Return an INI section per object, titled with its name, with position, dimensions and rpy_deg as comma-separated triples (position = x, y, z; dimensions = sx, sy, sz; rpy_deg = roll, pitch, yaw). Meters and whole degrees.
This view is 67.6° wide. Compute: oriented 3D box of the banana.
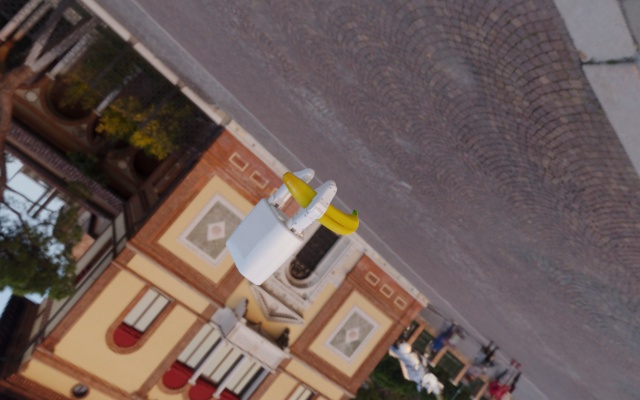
[banana]
position = 0.009, 0.016, 0.807
dimensions = 0.198, 0.037, 0.069
rpy_deg = 31, 21, -44
